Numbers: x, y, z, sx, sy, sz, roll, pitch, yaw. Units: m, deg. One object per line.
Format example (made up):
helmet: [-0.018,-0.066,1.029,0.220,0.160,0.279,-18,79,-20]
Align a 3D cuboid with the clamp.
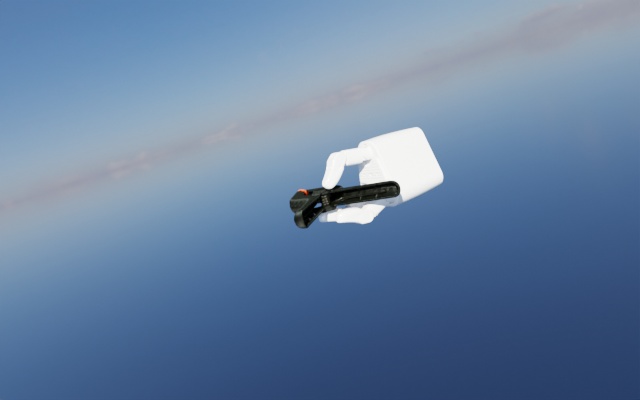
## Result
clamp: [0.000,0.002,0.739,0.164,0.036,0.210,-18,10,-27]
